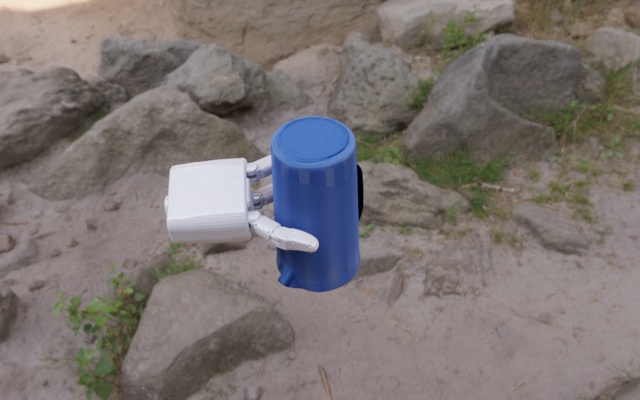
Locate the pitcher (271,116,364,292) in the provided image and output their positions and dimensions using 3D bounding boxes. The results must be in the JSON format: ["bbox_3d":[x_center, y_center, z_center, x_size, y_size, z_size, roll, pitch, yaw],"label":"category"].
[{"bbox_3d":[0.000,0.002,0.682,0.145,0.243,0.149,-3,44,-2],"label":"pitcher"}]
